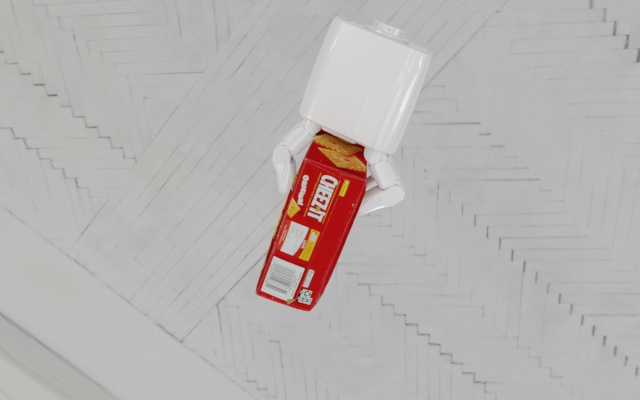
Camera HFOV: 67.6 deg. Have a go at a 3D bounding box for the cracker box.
[{"bbox_3d":[0.000,0.002,0.564,0.072,0.164,0.213,21,22,-1],"label":"cracker box"}]
